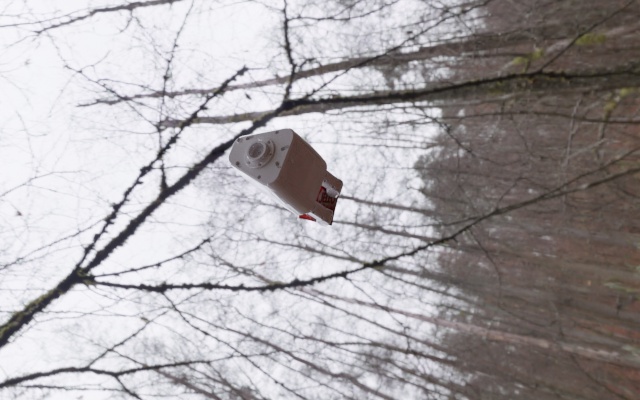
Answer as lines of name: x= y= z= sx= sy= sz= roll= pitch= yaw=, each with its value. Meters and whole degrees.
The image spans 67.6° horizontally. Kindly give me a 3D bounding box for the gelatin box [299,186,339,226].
gelatin box: x=0.000 y=0.003 z=0.839 sx=0.030 sy=0.073 sz=0.089 roll=12 pitch=-4 yaw=26
